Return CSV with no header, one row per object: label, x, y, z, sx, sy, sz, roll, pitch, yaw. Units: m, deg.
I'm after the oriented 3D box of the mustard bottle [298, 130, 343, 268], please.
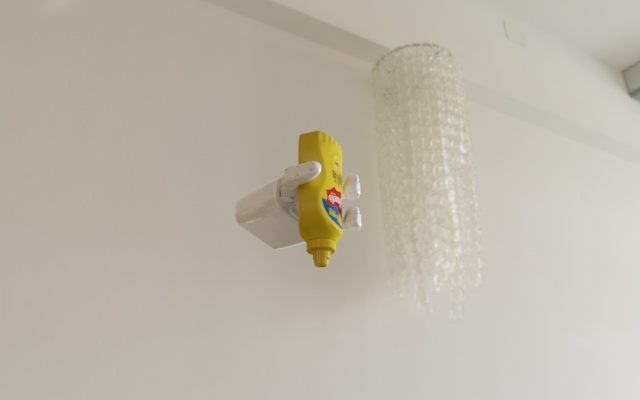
mustard bottle,0.000,0.002,0.688,0.058,0.191,0.096,-9,-26,19
